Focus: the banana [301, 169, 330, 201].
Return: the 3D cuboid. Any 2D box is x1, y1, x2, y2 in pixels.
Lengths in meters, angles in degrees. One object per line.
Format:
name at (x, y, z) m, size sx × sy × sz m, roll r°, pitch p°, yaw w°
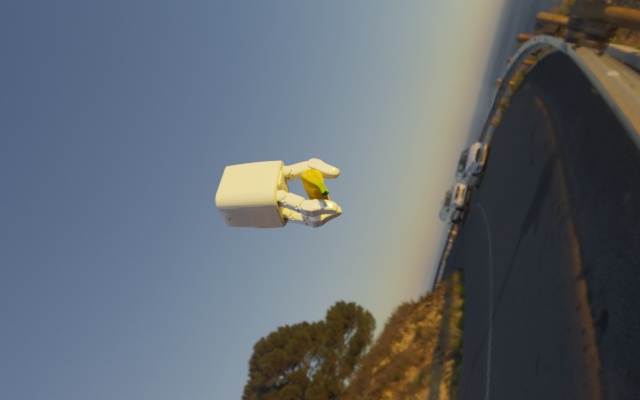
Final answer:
banana at (-0.007, -0.015, 0.852) m, size 0.037 × 0.069 × 0.198 m, roll -21°, pitch -13°, yaw 0°
